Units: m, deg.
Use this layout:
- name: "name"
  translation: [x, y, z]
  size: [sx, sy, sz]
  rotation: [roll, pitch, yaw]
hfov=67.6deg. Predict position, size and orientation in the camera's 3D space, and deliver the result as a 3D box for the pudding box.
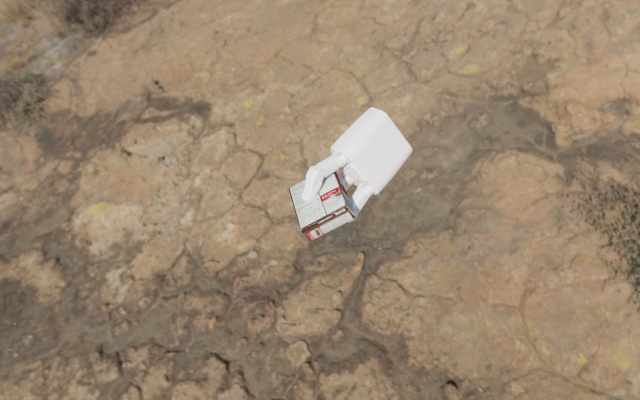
- name: "pudding box"
  translation: [0.000, 0.003, 0.812]
  size: [0.090, 0.113, 0.039]
  rotation: [-29, -48, 10]
